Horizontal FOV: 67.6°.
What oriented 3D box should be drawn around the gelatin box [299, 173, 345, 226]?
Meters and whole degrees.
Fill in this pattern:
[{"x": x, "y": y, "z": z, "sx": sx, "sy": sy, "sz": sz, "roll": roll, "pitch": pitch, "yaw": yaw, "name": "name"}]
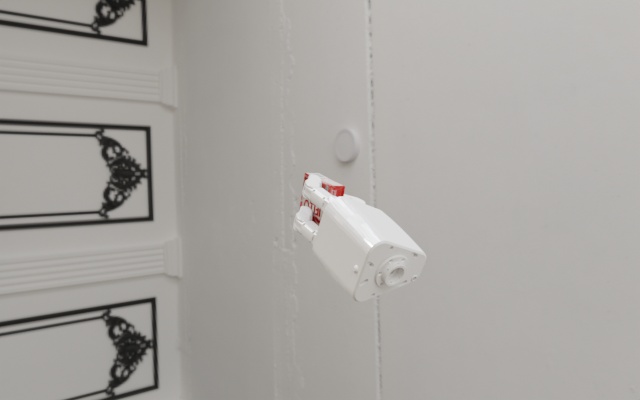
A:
[{"x": 0.000, "y": 0.002, "z": 0.735, "sx": 0.030, "sy": 0.073, "sz": 0.089, "roll": 2, "pitch": 15, "yaw": -29, "name": "gelatin box"}]
